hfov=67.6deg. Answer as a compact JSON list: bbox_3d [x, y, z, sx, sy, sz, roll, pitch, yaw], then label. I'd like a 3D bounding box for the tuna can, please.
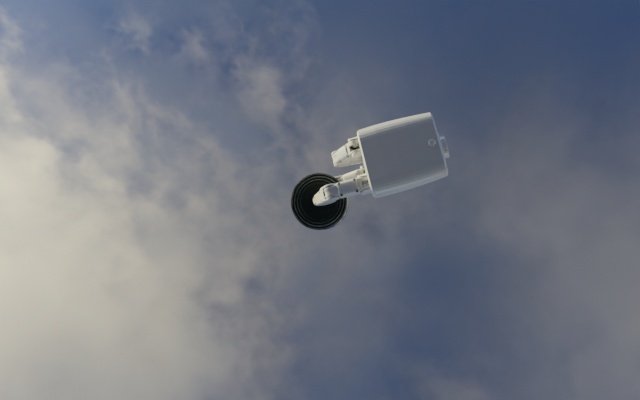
[{"bbox_3d":[0.000,0.002,0.731,0.086,0.086,0.034,0,-4,10],"label":"tuna can"}]
